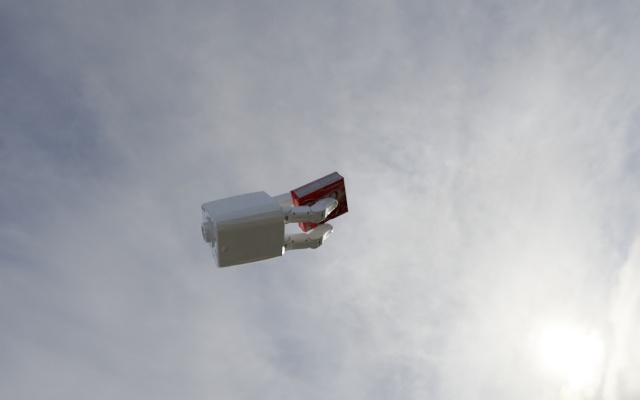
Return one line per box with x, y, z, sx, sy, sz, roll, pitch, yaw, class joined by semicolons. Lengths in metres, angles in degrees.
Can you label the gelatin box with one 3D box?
0.000;0.002;0.793;0.089;0.073;0.030;-25;40;-18;gelatin box
